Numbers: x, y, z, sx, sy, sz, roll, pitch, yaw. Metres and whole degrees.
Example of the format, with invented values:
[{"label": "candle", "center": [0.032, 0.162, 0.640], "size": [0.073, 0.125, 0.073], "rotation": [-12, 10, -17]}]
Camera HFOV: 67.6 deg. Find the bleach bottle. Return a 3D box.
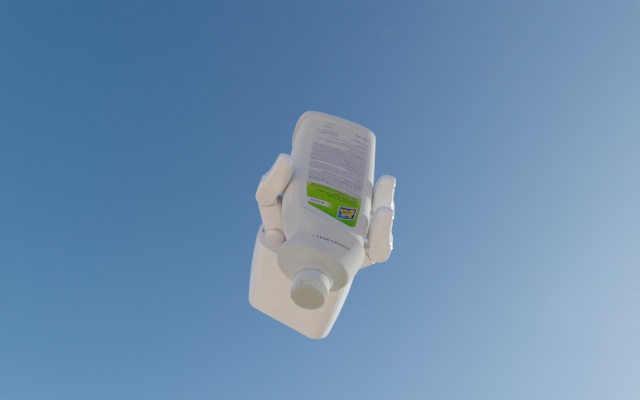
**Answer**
[{"label": "bleach bottle", "center": [0.000, 0.002, 0.485], "size": [0.102, 0.068, 0.250], "rotation": [16, 38, -2]}]
